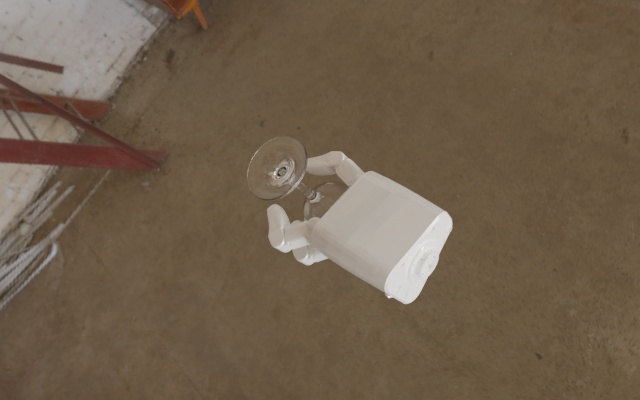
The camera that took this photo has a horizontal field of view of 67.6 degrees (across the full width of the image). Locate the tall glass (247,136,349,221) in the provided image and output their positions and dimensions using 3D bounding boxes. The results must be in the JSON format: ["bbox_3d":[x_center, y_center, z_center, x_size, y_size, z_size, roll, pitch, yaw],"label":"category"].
[{"bbox_3d":[0.000,0.002,0.580,0.079,0.079,0.201,0,-21,30],"label":"tall glass"}]
